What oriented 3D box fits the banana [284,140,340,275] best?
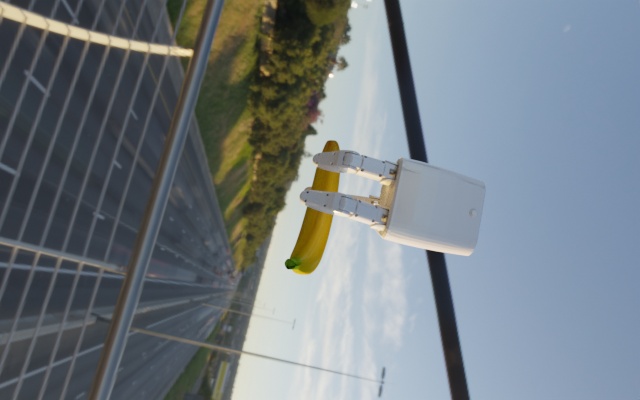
[{"bbox_3d":[-0.002,0.016,0.580,0.037,0.197,0.070,13,-37,3],"label":"banana"}]
